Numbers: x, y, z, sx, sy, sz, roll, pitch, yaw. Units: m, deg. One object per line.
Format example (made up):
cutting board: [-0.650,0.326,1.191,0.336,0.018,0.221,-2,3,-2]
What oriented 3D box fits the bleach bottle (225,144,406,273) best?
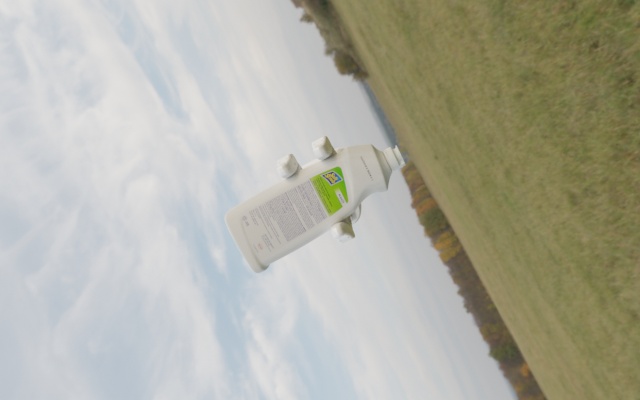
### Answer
bleach bottle: [0.000,0.002,0.653,0.251,0.102,0.068,-26,9,11]
